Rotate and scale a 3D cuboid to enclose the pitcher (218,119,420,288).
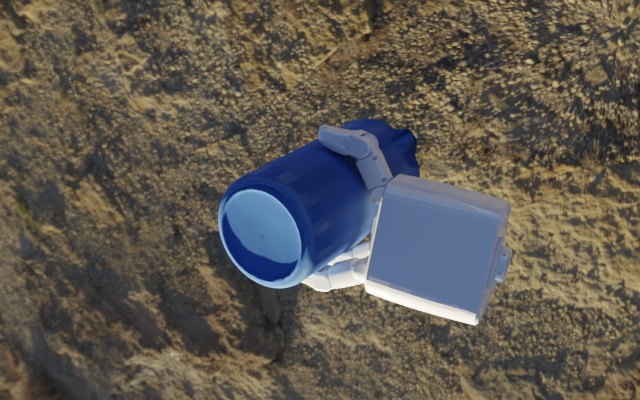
[{"bbox_3d":[0.000,0.002,0.521,0.145,0.149,0.242,15,24,26],"label":"pitcher"}]
